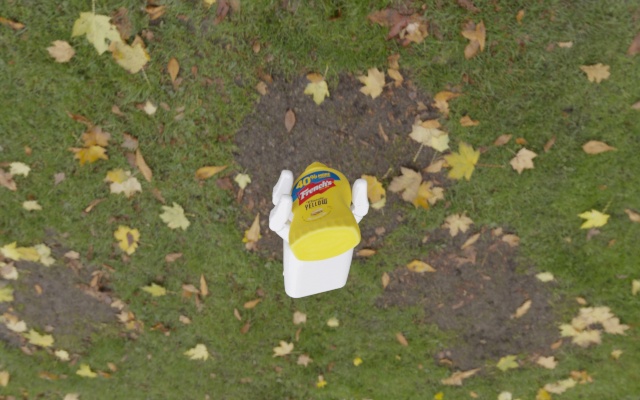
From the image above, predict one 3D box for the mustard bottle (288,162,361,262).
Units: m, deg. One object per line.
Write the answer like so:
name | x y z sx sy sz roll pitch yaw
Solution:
mustard bottle | 0.000 0.002 0.709 0.096 0.058 0.191 -19 37 10
